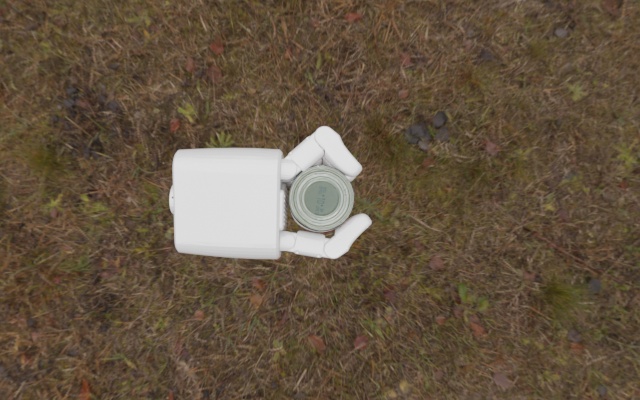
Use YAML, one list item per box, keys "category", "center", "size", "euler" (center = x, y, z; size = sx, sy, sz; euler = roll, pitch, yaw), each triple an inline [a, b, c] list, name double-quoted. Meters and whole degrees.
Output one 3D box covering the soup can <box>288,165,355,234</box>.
- category: "soup can"
  center: [0.001, 0.002, 0.519]
  size: [0.068, 0.068, 0.102]
  euler: [0, -5, -1]
